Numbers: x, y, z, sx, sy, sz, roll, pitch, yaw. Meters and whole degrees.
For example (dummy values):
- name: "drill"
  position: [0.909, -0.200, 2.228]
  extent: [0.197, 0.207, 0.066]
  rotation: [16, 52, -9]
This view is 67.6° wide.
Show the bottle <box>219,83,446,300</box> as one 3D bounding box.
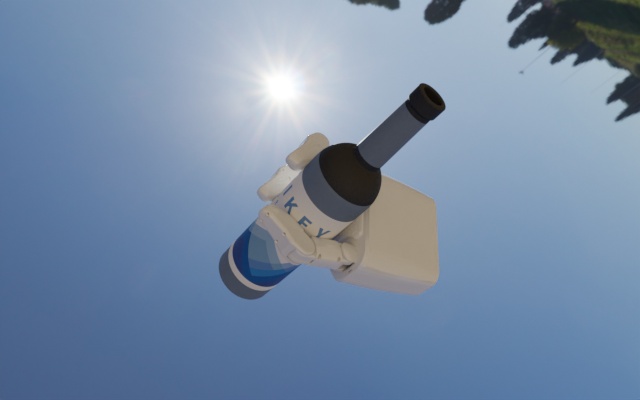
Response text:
- name: "bottle"
  position: [0.000, 0.002, 0.449]
  extent: [0.069, 0.069, 0.296]
  rotation: [0, -33, -43]
